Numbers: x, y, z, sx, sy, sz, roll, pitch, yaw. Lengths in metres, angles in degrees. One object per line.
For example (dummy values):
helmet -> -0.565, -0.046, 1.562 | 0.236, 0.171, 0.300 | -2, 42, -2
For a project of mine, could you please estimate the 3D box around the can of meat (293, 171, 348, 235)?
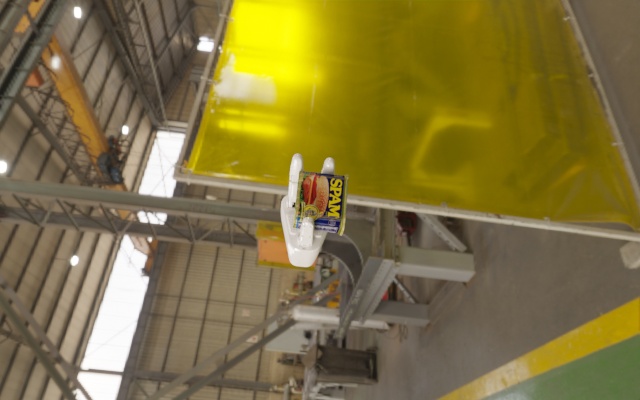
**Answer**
can of meat -> 0.000, 0.003, 0.805 | 0.084, 0.102, 0.057 | 6, -21, -2
